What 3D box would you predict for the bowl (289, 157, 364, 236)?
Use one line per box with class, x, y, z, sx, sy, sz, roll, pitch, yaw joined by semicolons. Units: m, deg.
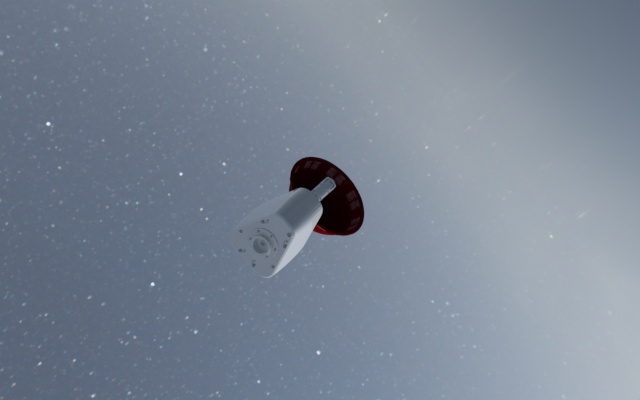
bowl;0.001;0.003;0.854;0.162;0.162;0.055;0;-30;-42
